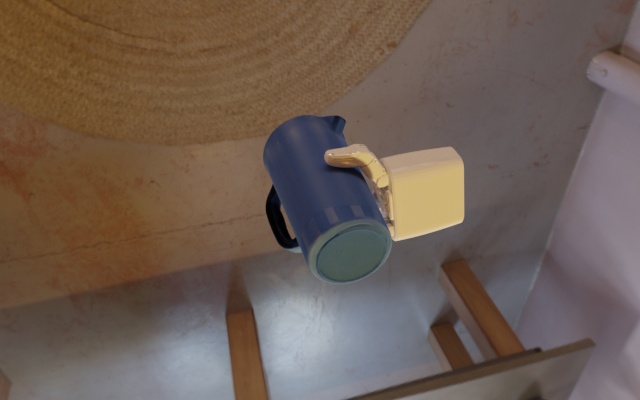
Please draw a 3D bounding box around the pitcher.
[{"bbox_3d":[0.000,0.002,0.663,0.145,0.149,0.242,-12,40,-9],"label":"pitcher"}]
